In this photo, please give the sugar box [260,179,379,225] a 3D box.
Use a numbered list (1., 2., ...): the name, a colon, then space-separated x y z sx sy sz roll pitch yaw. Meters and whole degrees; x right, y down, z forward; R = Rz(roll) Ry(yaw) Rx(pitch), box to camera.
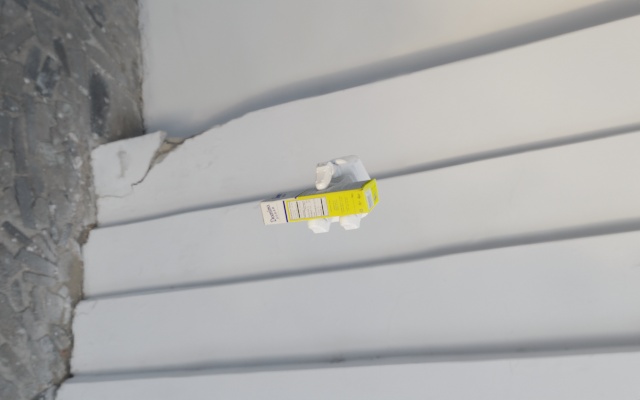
1. sugar box: 0.000 0.003 0.783 0.176 0.048 0.093 -10 8 20
